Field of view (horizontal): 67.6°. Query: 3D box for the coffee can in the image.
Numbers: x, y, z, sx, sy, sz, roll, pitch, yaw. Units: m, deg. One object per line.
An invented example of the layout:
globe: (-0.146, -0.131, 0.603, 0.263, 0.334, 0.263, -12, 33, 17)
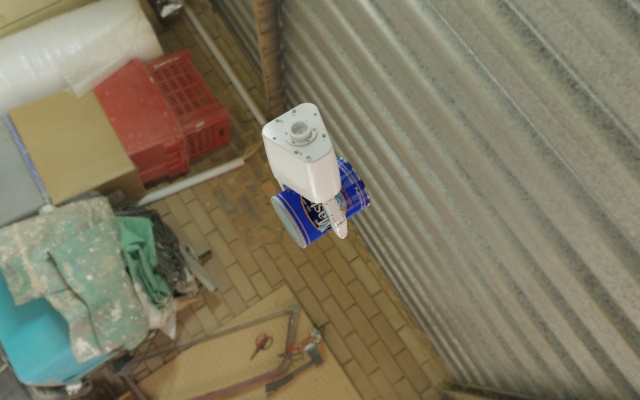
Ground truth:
coffee can: (0.000, 0.003, 0.829, 0.140, 0.103, 0.103, -32, 7, -12)
